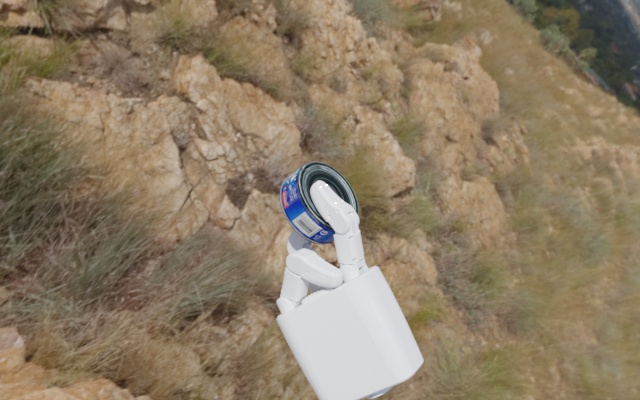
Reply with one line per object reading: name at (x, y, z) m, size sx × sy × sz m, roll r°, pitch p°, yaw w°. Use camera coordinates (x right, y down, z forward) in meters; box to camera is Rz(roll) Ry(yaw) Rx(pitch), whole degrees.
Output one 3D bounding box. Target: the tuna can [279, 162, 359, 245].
tuna can at (0.000, 0.001, 0.513) m, size 0.086 × 0.086 × 0.034 m, roll 0°, pitch -28°, yaw -45°
